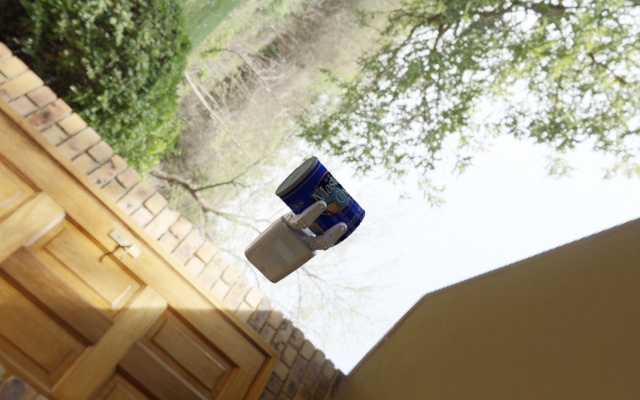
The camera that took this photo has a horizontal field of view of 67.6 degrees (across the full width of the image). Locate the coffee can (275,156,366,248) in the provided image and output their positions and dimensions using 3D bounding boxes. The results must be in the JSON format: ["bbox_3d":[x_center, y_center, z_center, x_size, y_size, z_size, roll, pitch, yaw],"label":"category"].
[{"bbox_3d":[0.000,0.003,0.881,0.103,0.140,0.102,-40,14,12],"label":"coffee can"}]
